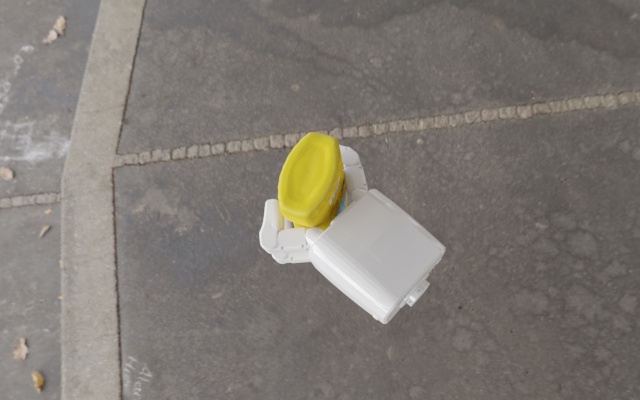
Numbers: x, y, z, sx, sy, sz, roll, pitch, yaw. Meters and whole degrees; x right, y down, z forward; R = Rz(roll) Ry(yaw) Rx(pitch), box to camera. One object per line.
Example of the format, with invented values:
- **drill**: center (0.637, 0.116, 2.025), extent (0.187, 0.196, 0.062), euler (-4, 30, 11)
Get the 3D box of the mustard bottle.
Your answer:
- **mustard bottle**: center (0.000, 0.002, 0.574), extent (0.058, 0.096, 0.192), euler (15, -17, 13)
